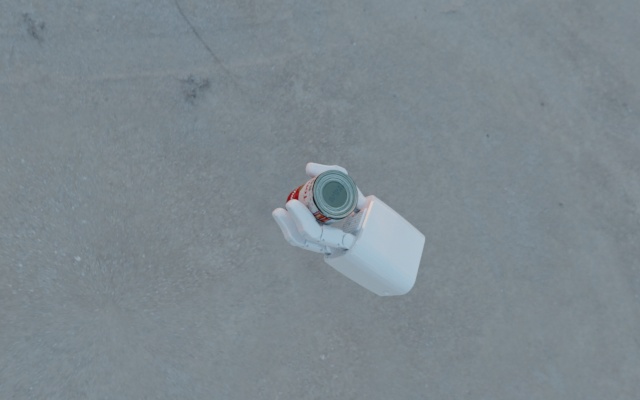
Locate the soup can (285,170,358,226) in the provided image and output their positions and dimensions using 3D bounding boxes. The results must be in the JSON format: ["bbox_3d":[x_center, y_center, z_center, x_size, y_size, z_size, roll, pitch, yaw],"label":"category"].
[{"bbox_3d":[0.000,0.002,0.659,0.068,0.068,0.102,0,-12,-24],"label":"soup can"}]
